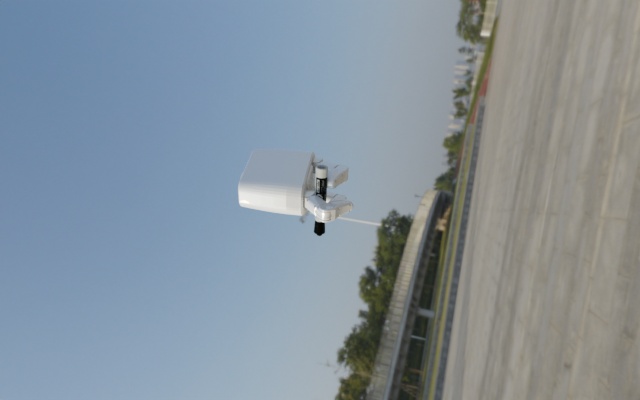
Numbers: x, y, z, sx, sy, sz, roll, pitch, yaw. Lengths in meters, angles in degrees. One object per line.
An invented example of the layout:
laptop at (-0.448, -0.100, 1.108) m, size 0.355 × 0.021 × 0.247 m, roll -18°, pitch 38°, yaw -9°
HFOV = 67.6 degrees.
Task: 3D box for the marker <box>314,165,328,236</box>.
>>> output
marker at (0.000, 0.002, 0.752) m, size 0.020 × 0.121 × 0.020 m, roll 2°, pitch 28°, yaw -1°
